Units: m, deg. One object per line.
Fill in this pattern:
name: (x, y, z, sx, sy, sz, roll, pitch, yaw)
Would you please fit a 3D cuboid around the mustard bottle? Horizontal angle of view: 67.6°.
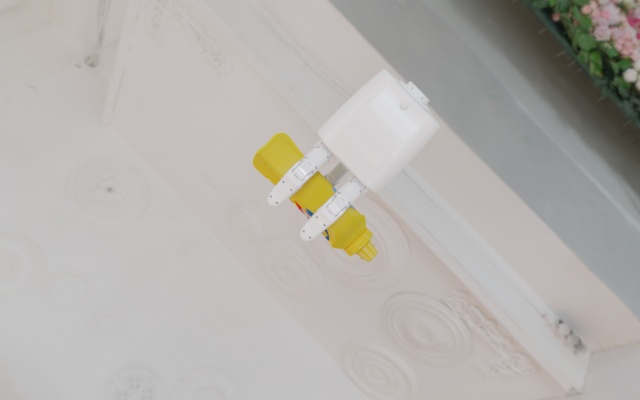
mustard bottle: (0.000, 0.002, 0.599, 0.058, 0.191, 0.096, -44, 0, -6)
